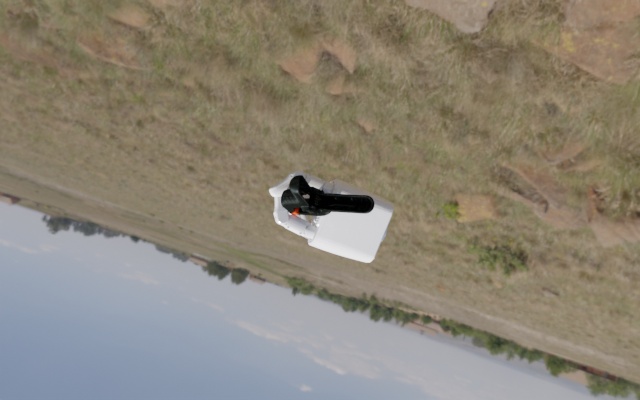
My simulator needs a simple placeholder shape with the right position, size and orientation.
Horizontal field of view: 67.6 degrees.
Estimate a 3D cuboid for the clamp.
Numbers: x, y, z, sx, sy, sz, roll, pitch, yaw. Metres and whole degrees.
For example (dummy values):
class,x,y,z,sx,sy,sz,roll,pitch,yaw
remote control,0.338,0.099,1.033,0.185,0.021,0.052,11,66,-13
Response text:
class,x,y,z,sx,sy,sz,roll,pitch,yaw
clamp,0.000,0.003,0.688,0.120,0.039,0.171,20,-11,-11
